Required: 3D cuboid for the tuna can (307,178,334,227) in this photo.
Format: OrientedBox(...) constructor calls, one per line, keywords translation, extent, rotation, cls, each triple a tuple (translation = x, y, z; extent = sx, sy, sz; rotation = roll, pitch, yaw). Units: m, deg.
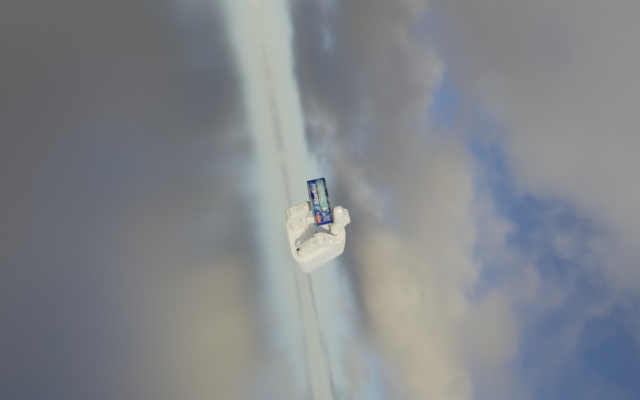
OrientedBox(translation=(0.001, 0.003, 0.853), extent=(0.034, 0.086, 0.086), rotation=(-12, 0, 1), cls="tuna can")
